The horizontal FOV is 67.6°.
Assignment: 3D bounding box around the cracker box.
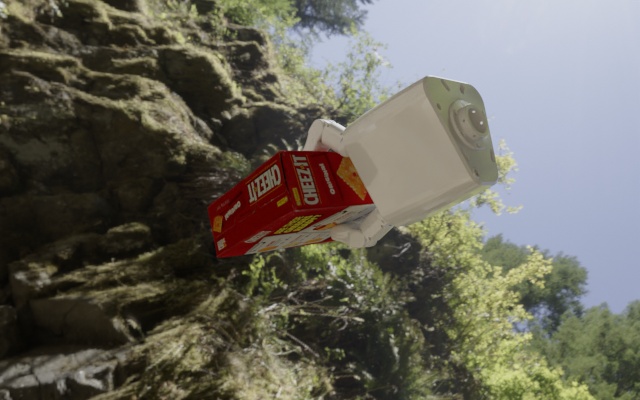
[{"bbox_3d":[0.000,0.002,0.567,0.213,0.072,0.164,-3,-19,-41],"label":"cracker box"}]
